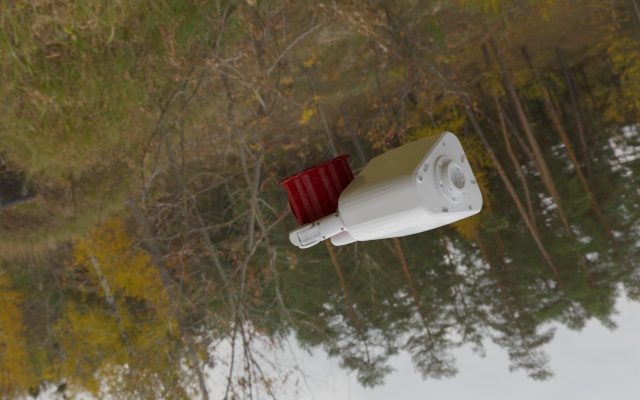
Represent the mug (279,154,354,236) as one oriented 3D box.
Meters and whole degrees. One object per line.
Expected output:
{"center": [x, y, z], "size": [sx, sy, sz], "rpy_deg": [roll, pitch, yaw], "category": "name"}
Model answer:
{"center": [-0.001, 0.002, 0.585], "size": [0.093, 0.081, 0.117], "rpy_deg": [-23, 1, -41], "category": "mug"}
